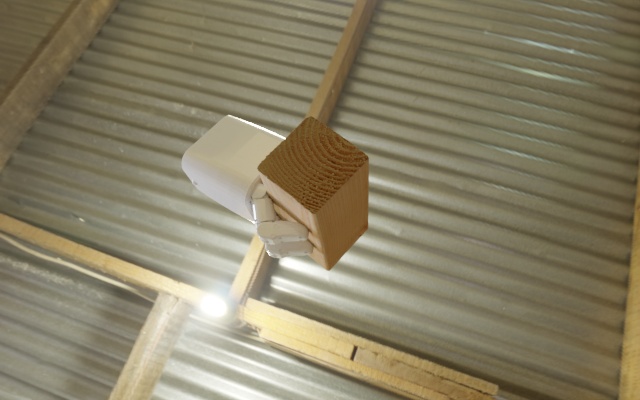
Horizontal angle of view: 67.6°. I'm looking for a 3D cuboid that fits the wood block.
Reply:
[{"bbox_3d":[0.000,0.002,0.603,0.090,0.091,0.206,38,-16,19],"label":"wood block"}]
